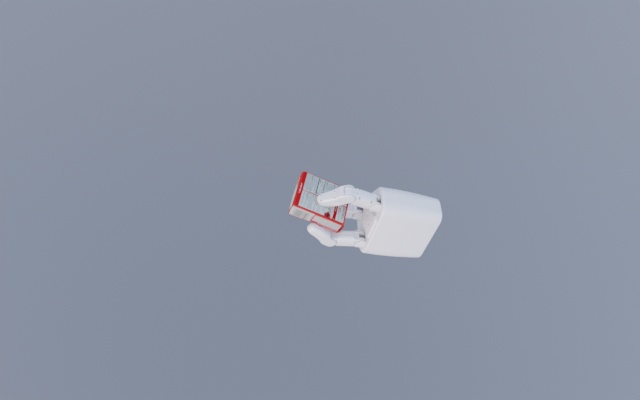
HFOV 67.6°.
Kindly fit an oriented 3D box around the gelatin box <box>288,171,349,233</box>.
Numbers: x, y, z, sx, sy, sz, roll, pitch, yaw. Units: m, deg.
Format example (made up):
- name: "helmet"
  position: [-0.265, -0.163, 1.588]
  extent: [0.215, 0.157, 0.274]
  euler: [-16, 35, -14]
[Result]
- name: "gelatin box"
  position: [0.000, 0.002, 0.763]
  extent: [0.089, 0.073, 0.030]
  euler: [22, -38, -11]
